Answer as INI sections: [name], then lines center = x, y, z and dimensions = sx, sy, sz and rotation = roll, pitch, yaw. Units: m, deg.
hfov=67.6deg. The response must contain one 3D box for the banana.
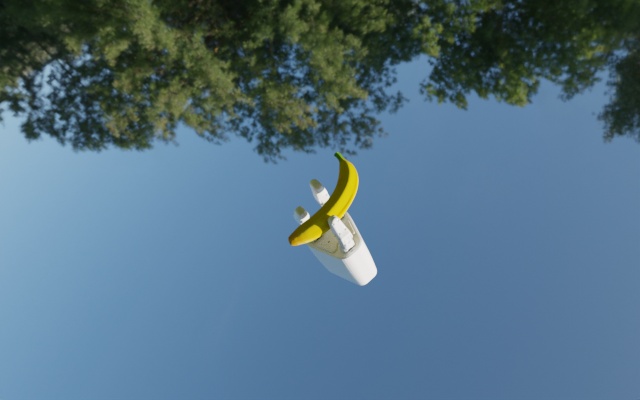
[banana]
center = 0.017, 0.004, 0.831
dimensions = 0.069, 0.197, 0.037
rotation = 14, -28, 30
